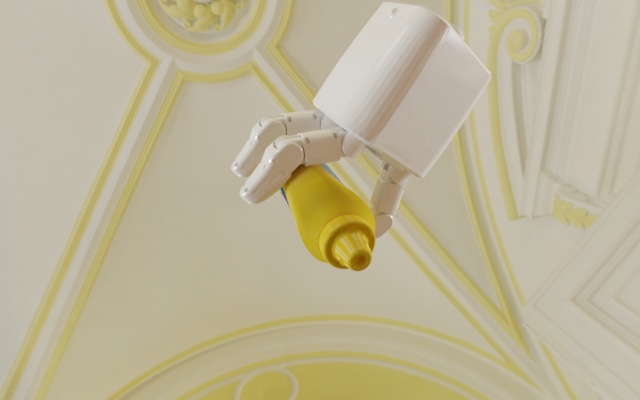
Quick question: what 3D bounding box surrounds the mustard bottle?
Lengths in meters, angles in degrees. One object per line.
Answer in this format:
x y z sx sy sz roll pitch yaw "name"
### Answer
0.000 0.001 0.410 0.058 0.096 0.191 -34 31 -1 "mustard bottle"
